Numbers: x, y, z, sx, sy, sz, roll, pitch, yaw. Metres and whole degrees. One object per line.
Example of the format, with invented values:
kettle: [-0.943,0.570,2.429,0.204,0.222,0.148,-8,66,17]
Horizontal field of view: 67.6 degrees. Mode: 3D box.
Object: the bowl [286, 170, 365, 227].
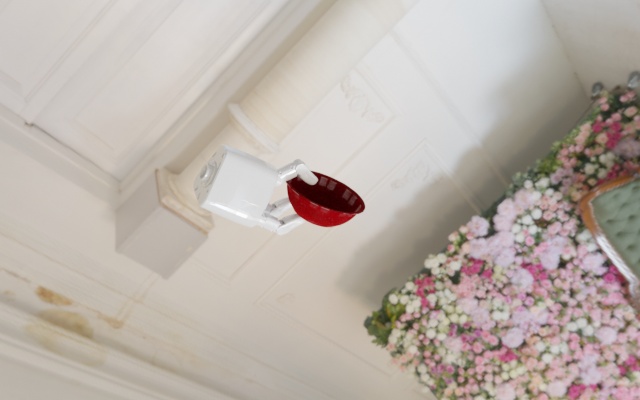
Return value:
bowl: [0.001,0.004,0.897,0.162,0.055,0.162,19,23,-8]
